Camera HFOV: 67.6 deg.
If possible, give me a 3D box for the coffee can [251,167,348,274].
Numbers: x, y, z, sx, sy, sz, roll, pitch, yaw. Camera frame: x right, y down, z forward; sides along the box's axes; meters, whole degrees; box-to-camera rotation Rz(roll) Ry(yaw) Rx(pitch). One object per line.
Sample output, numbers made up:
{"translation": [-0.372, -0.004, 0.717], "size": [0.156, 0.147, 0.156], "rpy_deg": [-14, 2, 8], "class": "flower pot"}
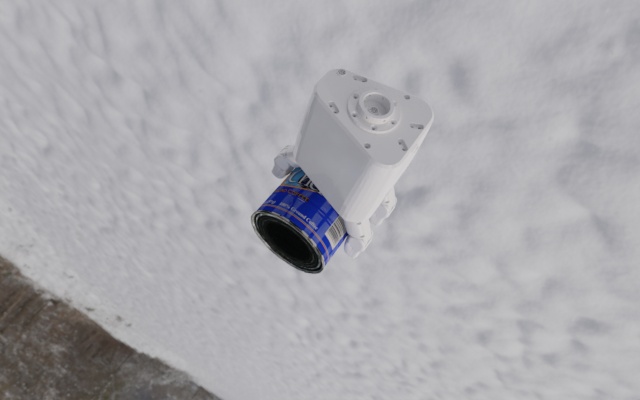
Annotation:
{"translation": [0.000, 0.002, 0.573], "size": [0.103, 0.103, 0.140], "rpy_deg": [0, 43, 50], "class": "coffee can"}
